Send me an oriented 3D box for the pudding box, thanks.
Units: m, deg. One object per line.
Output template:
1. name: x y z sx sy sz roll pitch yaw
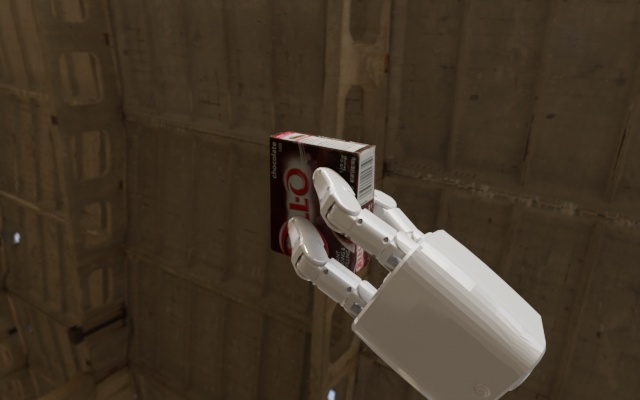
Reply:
1. pudding box: 0.000 0.001 0.419 0.090 0.113 0.039 14 22 30
